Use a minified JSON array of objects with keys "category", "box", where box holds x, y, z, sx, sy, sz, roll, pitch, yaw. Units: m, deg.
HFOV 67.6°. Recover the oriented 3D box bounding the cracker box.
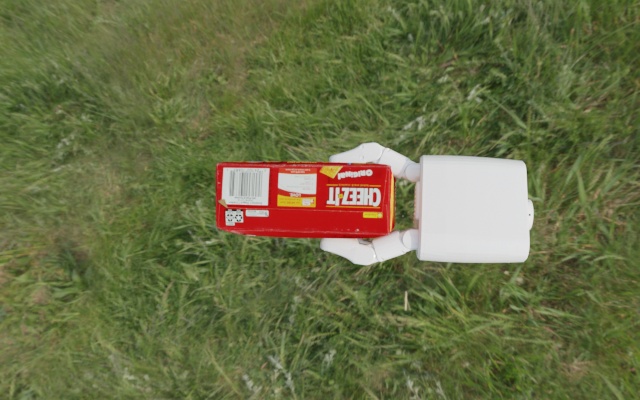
[{"category":"cracker box","box":[0.000,0.002,0.530,0.164,0.072,0.214,1,-2,10]}]
